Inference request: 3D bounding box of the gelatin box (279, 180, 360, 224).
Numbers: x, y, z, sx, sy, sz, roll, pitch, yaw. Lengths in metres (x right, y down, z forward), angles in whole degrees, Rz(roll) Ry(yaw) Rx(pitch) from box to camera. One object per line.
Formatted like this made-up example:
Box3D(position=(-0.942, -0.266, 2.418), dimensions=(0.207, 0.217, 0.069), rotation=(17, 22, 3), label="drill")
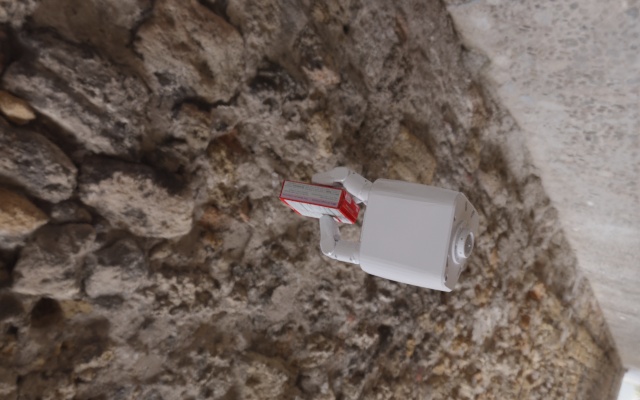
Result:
Box3D(position=(0.000, 0.002, 0.637), dimensions=(0.089, 0.030, 0.073), rotation=(9, -14, 23), label="gelatin box")
